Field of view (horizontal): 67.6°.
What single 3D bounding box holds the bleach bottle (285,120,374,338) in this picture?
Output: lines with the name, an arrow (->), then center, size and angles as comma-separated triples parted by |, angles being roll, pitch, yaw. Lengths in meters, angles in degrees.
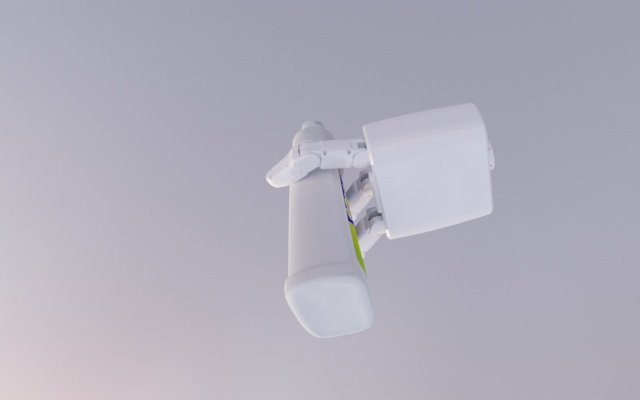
bleach bottle -> 0.000, 0.002, 0.482 | 0.068, 0.250, 0.103 | -13, -42, 7
